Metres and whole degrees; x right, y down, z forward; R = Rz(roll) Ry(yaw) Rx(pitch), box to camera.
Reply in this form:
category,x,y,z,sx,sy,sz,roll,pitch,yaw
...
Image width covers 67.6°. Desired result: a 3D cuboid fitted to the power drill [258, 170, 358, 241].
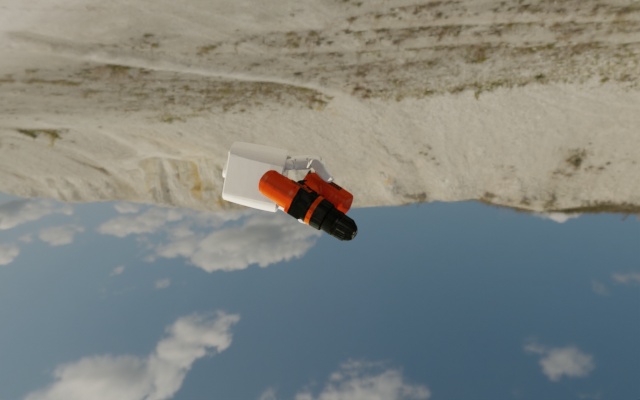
category,x,y,z,sx,sy,sz,roll,pitch,yaw
power drill,0.000,0.003,0.847,0.184,0.057,0.187,33,12,12
